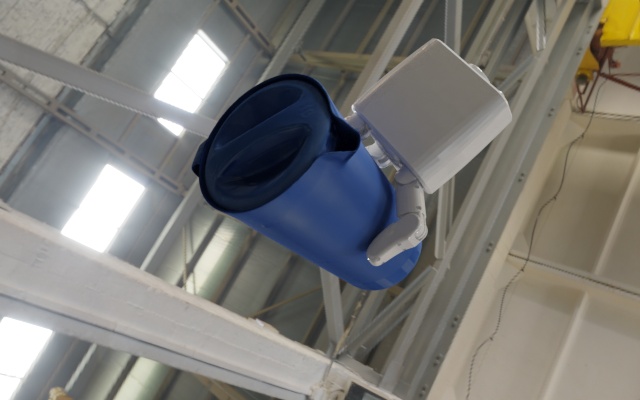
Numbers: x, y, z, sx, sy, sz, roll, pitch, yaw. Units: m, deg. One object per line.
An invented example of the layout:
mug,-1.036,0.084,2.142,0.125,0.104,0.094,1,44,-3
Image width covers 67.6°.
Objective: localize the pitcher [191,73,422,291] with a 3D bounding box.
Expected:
pitcher,0.000,0.001,0.476,0.243,0.145,0.149,42,9,-47
